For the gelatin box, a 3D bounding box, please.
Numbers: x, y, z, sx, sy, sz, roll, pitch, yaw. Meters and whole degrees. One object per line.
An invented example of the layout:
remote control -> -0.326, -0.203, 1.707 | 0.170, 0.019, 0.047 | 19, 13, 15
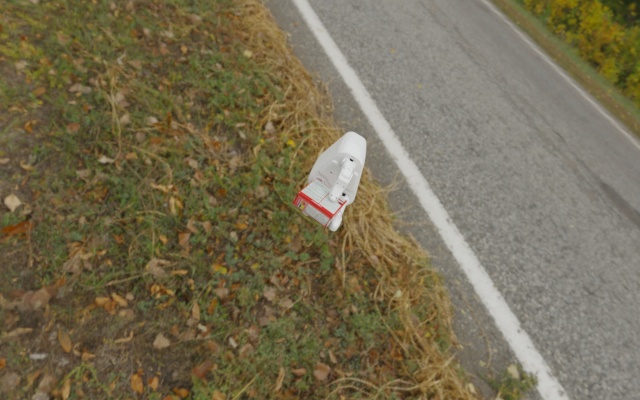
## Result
gelatin box -> 0.000, 0.003, 0.850 | 0.073, 0.030, 0.089 | 36, 27, 5
